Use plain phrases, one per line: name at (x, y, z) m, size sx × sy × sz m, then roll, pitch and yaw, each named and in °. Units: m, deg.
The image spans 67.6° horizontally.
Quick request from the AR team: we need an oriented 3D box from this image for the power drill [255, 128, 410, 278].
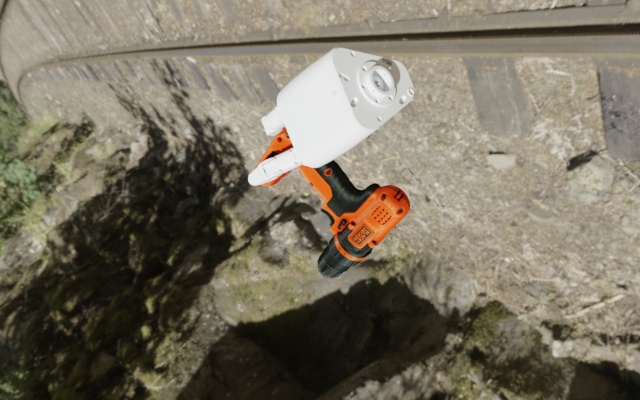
power drill at (0.000, 0.002, 0.626) m, size 0.184 × 0.187 × 0.057 m, roll -50°, pitch -2°, yaw 39°
